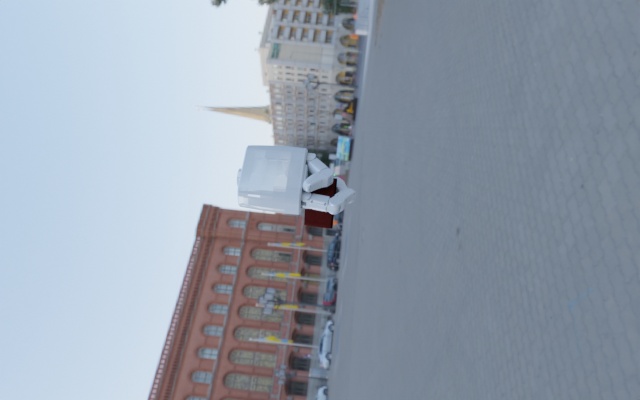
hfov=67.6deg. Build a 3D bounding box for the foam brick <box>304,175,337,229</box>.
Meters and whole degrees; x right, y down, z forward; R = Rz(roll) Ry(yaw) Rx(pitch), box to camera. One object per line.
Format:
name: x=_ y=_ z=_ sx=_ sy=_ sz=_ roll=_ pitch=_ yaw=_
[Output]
foam brick: x=0.000 y=0.003 z=0.841 sx=0.051 sy=0.078 sz=0.053 roll=5 pitch=43 yaw=1
